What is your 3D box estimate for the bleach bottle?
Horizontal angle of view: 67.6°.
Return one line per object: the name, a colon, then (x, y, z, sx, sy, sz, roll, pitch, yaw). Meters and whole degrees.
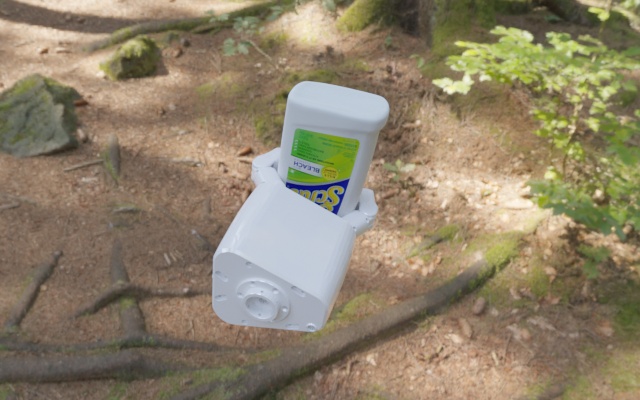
bleach bottle: (0.000, 0.002, 0.533, 0.102, 0.251, 0.068, 14, 35, 6)
